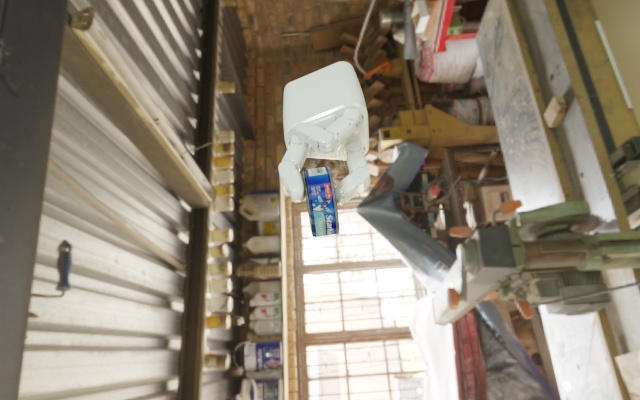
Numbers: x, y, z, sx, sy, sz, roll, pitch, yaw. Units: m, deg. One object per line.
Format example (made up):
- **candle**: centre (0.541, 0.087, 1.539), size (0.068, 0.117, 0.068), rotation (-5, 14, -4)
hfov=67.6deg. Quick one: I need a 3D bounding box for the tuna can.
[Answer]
- **tuna can**: centre (0.000, 0.002, 0.591), size (0.034, 0.086, 0.086), rotation (-8, 0, -3)
